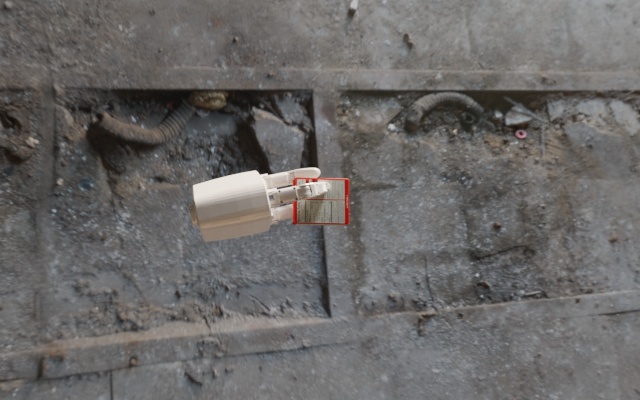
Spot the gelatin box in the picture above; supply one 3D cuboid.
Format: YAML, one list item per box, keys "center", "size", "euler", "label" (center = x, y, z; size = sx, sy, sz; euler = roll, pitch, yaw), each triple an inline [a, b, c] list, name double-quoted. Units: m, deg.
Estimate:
- center: [0.001, 0.002, 0.752]
  size: [0.089, 0.073, 0.030]
  euler: [1, -8, -10]
  label: "gelatin box"
